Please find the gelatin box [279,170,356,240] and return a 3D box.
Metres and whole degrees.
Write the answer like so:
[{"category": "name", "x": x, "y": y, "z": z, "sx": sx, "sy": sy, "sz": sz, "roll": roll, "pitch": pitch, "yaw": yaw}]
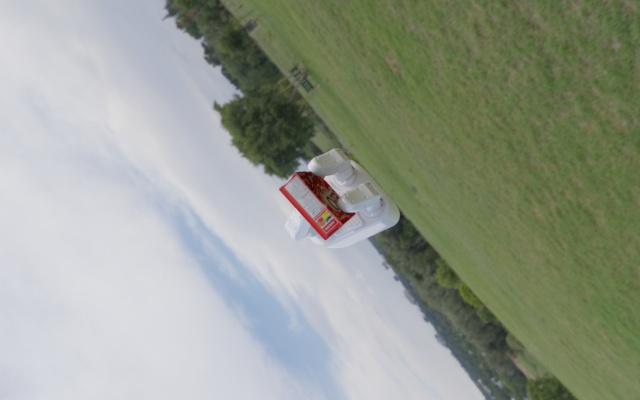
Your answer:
[{"category": "gelatin box", "x": 0.000, "y": 0.002, "z": 0.527, "sx": 0.030, "sy": 0.073, "sz": 0.089, "roll": -43, "pitch": -5, "yaw": 14}]
